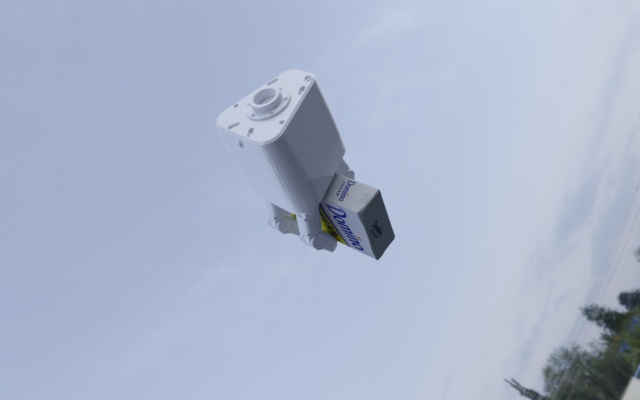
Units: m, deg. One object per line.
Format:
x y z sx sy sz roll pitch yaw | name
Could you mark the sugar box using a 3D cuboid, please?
0.000 0.002 0.581 0.176 0.048 0.093 26 -26 37 | sugar box
